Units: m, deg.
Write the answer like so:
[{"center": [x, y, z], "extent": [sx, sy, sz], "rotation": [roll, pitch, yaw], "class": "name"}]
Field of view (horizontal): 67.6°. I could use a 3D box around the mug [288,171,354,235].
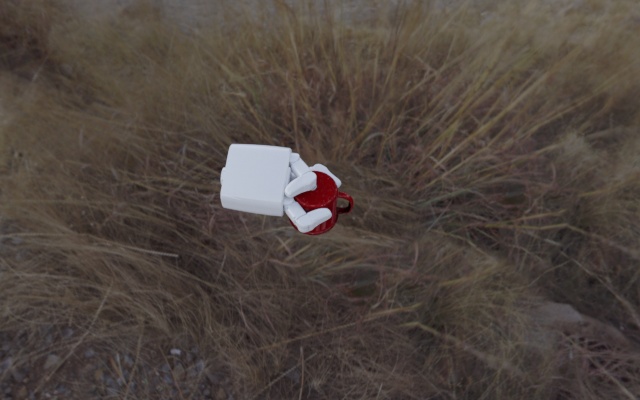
[{"center": [0.002, 0.003, 0.845], "extent": [0.117, 0.093, 0.082], "rotation": [6, -35, 1], "class": "mug"}]
